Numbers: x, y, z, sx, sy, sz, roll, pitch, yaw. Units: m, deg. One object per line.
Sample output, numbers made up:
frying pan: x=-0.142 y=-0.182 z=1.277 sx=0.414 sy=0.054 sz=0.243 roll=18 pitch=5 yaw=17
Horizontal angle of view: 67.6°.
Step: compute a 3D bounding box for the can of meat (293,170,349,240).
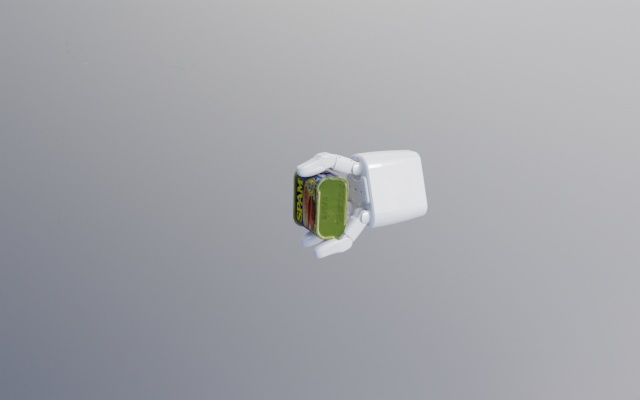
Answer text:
can of meat: x=0.000 y=0.002 z=0.738 sx=0.057 sy=0.102 sz=0.084 roll=-5 pitch=17 yaw=-26
